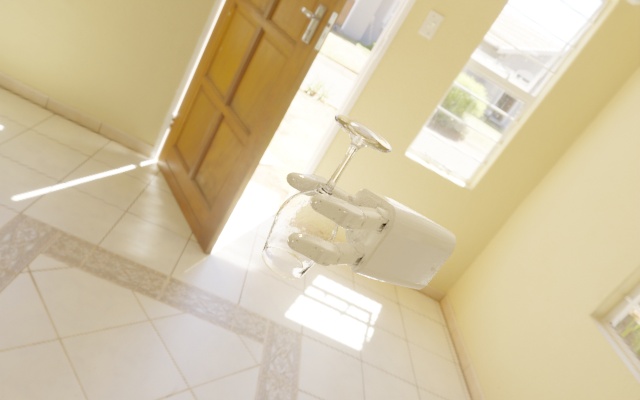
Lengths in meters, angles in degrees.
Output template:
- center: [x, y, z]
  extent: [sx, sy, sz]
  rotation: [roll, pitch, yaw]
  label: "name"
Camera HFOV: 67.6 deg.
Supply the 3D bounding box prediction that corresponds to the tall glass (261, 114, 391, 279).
- center: [0.000, 0.001, 0.572]
  extent: [0.079, 0.201, 0.079]
  rotation: [27, 23, -13]
  label: "tall glass"
